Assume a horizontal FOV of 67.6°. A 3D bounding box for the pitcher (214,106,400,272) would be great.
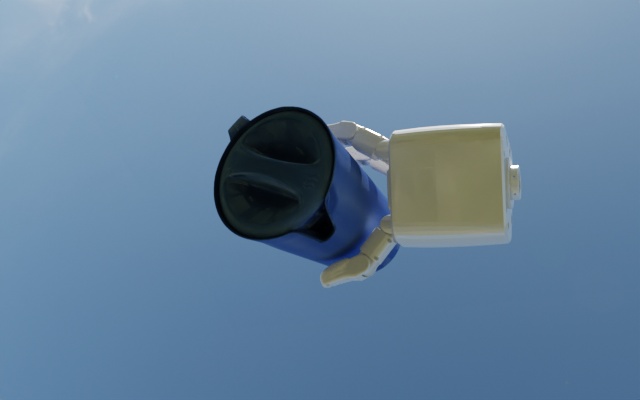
[{"bbox_3d":[0.000,0.002,0.539,0.145,0.149,0.243,-4,-21,27],"label":"pitcher"}]
